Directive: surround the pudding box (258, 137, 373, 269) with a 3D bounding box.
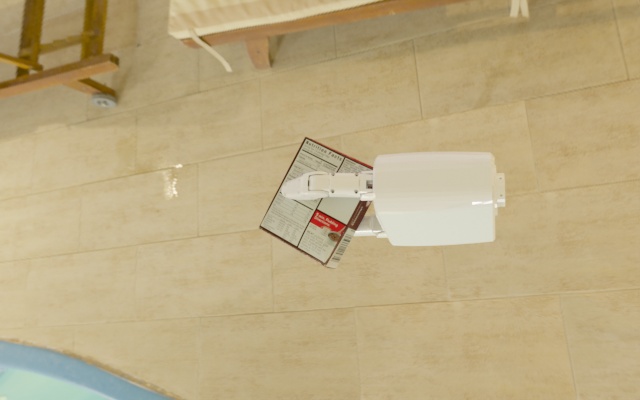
[{"bbox_3d":[0.000,0.002,0.504,0.090,0.113,0.039,28,-1,21],"label":"pudding box"}]
